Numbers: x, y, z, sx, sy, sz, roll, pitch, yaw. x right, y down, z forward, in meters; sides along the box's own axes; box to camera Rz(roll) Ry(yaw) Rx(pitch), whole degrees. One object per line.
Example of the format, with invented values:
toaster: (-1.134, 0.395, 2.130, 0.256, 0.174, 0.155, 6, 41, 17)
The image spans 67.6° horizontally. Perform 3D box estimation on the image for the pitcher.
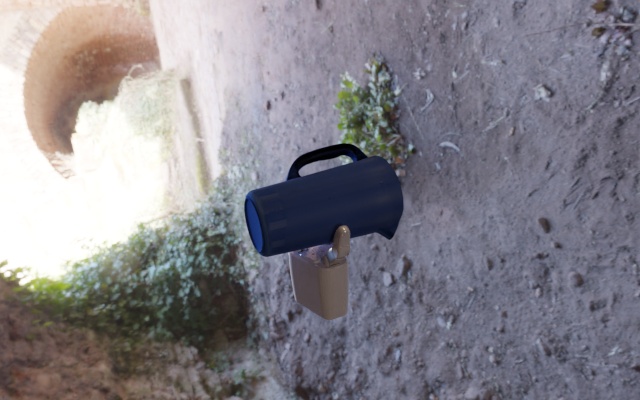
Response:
pitcher: (0.000, 0.003, 0.792, 0.243, 0.145, 0.149, -13, 26, -22)
